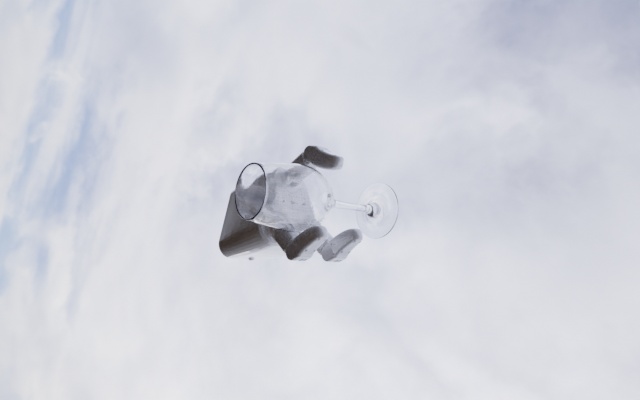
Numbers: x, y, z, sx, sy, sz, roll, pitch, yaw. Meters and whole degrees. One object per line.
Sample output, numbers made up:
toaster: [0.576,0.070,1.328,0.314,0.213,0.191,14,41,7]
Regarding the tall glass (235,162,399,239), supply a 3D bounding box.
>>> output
tall glass: [0.001,0.002,0.567,0.201,0.079,0.079,9,-6,-41]
